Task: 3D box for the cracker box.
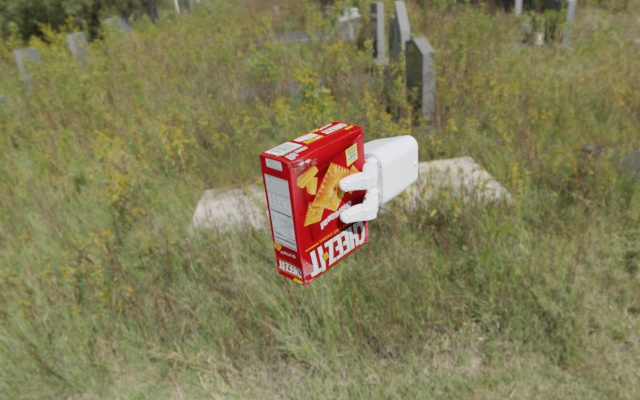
[{"bbox_3d":[0.000,0.002,0.756,0.072,0.214,0.164,20,37,40],"label":"cracker box"}]
